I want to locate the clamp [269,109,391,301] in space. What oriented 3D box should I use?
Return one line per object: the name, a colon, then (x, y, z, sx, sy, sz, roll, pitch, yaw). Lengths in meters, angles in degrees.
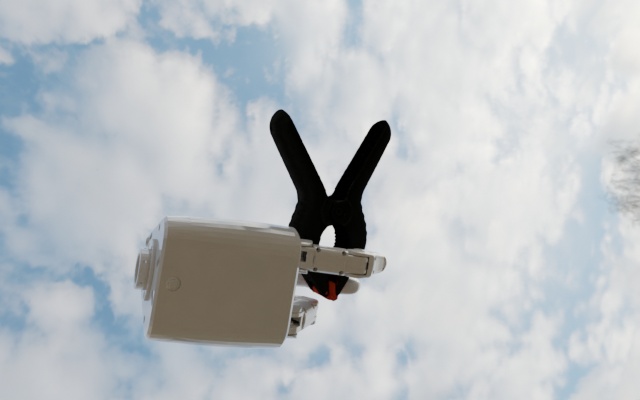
clamp: (0.000, 0.002, 0.423, 0.120, 0.171, 0.039, 10, -1, -25)
